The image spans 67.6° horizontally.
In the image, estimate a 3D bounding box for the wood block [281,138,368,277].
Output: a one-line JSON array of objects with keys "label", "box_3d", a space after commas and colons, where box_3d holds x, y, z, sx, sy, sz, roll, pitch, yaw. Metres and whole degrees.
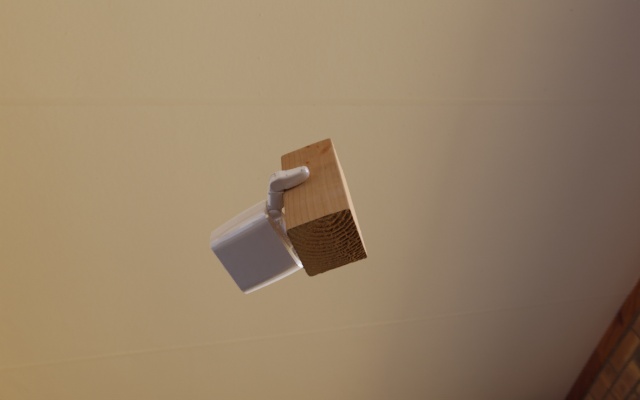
[{"label": "wood block", "box_3d": [0.000, 0.002, 0.714, 0.090, 0.091, 0.206, -19, 33, 6]}]
